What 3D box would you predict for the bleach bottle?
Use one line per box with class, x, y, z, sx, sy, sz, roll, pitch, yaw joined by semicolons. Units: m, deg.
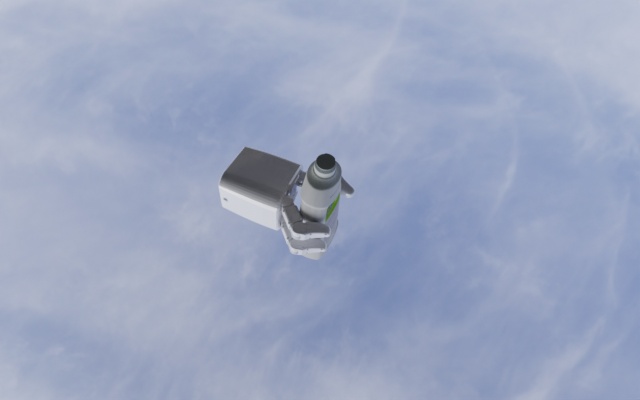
bleach bottle;0.000;0.003;0.775;0.068;0.102;0.251;21;-30;7
